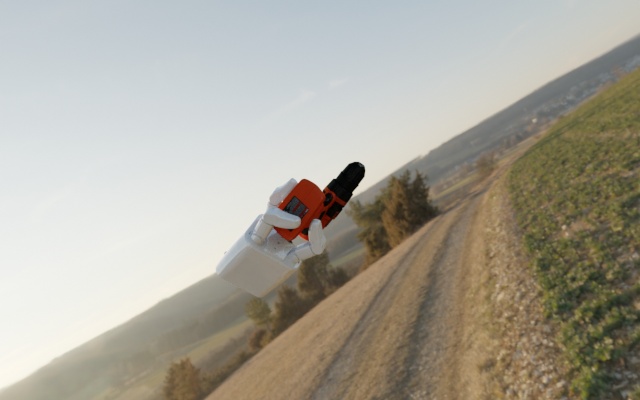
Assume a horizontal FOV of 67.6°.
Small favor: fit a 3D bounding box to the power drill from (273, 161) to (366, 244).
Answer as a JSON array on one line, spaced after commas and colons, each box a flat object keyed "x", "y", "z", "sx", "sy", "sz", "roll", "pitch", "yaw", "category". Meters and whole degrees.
[{"x": 0.000, "y": 0.003, "z": 0.849, "sx": 0.057, "sy": 0.184, "sz": 0.187, "roll": 41, "pitch": 13, "yaw": 15, "category": "power drill"}]
